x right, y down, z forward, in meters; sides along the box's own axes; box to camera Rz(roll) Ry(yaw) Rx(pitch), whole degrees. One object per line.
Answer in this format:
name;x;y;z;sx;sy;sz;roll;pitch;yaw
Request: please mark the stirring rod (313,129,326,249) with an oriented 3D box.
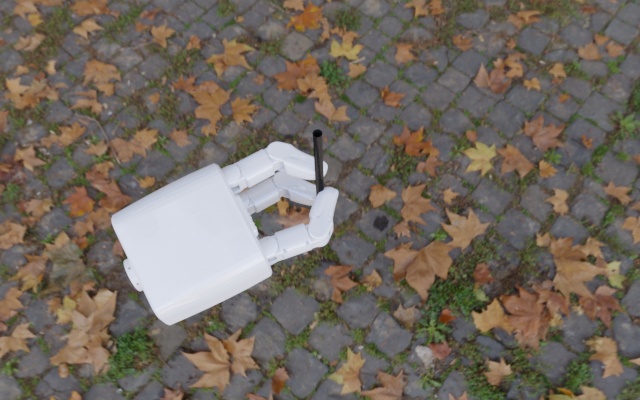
stirring rod;0.000;0.002;0.492;0.011;0.011;0.240;0;-28;1
